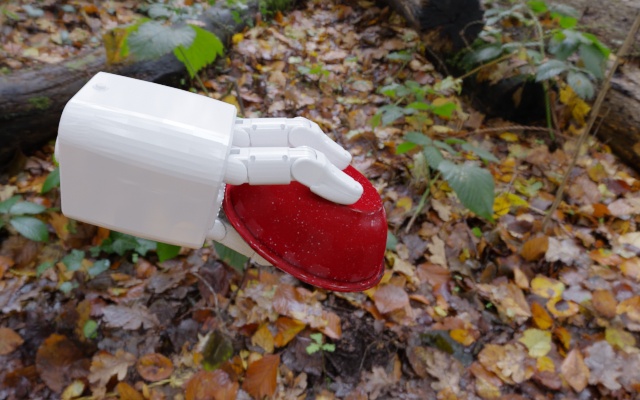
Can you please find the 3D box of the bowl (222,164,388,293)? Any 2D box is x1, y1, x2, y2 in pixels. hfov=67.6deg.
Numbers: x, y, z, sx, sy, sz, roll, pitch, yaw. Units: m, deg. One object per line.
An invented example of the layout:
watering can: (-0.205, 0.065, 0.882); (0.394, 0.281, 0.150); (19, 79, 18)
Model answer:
bowl: (0.001, 0.001, 0.410); (0.162, 0.055, 0.162); (26, 26, -14)
